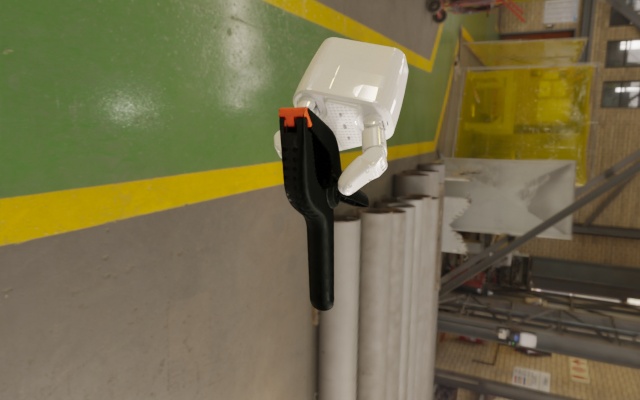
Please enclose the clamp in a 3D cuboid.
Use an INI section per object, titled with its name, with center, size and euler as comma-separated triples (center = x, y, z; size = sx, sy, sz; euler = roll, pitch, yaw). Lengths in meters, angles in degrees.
[clamp]
center = 0.001, 0.001, 0.483
size = 0.036, 0.164, 0.210
euler = 2, -37, 24
